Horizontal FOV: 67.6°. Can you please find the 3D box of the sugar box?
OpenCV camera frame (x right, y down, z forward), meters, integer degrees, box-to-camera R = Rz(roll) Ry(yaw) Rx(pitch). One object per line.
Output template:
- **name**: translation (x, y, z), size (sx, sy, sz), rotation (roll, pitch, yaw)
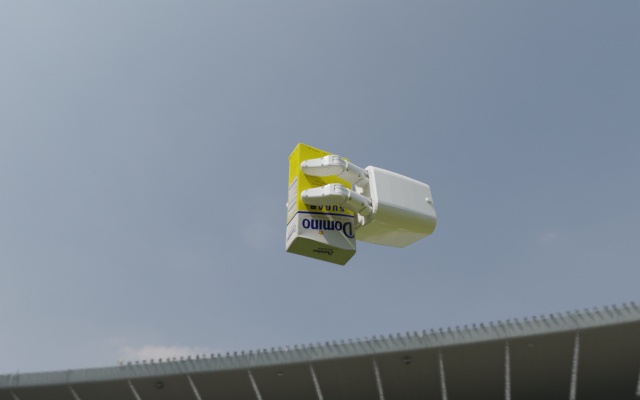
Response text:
- **sugar box**: translation (0.000, 0.002, 0.699), size (0.093, 0.176, 0.048), rotation (16, -44, -21)
